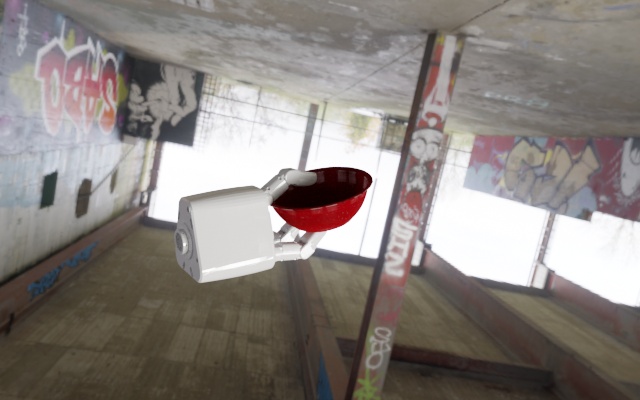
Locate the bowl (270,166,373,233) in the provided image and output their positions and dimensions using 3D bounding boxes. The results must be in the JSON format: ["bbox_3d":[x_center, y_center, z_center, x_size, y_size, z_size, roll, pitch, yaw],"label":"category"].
[{"bbox_3d":[0.001,0.002,0.705,0.162,0.055,0.162,-9,23,4],"label":"bowl"}]
